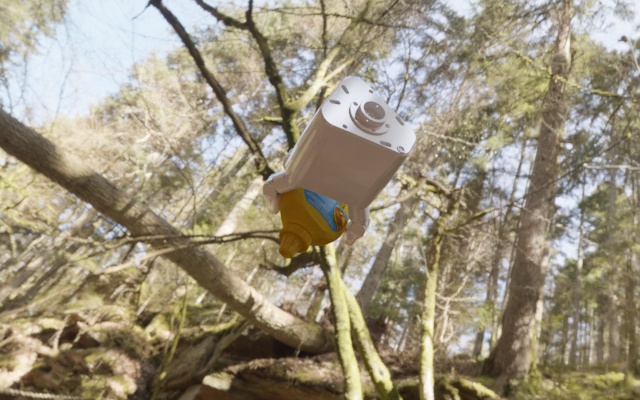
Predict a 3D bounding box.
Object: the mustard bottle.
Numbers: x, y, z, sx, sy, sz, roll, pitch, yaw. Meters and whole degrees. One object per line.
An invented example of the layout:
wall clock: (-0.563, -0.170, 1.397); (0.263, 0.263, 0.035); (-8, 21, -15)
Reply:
mustard bottle: (0.000, 0.002, 0.626); (0.058, 0.096, 0.191); (-19, 28, 44)
